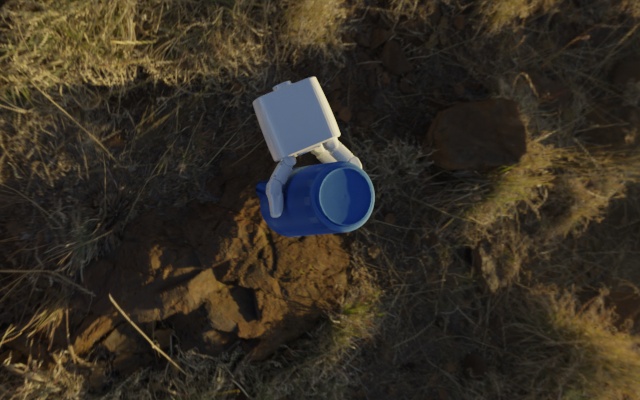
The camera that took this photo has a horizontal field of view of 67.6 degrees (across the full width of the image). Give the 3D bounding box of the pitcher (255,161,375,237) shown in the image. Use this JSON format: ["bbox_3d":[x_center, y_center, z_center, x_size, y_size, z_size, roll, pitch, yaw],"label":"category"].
[{"bbox_3d":[0.000,0.003,0.822,0.149,0.145,0.243,-23,7,-22],"label":"pitcher"}]
